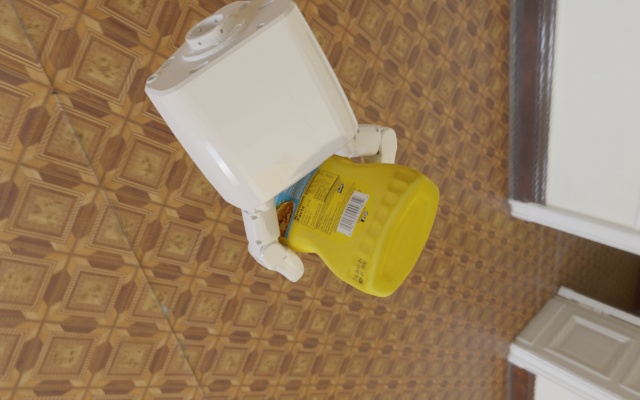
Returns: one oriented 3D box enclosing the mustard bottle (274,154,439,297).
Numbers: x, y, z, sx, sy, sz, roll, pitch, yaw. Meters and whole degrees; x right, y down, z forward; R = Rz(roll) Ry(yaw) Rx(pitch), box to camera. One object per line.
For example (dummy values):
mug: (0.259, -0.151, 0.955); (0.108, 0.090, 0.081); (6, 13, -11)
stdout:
mustard bottle: (0.000, 0.002, 0.409); (0.191, 0.096, 0.058); (23, -3, 45)
